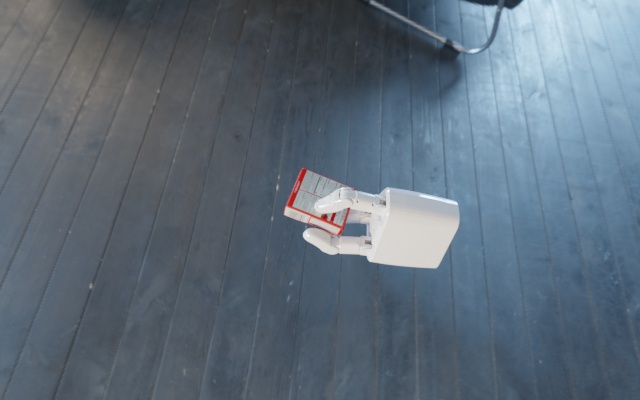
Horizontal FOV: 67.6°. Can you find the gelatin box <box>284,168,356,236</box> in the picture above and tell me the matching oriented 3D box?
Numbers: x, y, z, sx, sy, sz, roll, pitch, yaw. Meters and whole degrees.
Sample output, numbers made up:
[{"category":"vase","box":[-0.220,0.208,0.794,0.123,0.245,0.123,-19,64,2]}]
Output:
[{"category":"gelatin box","box":[0.000,0.002,0.699,0.089,0.073,0.030,22,-32,-3]}]
